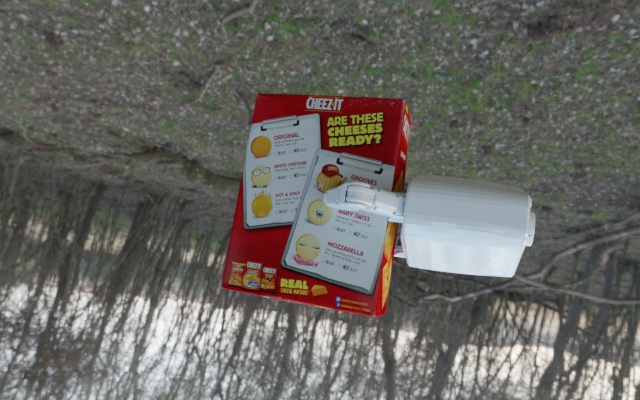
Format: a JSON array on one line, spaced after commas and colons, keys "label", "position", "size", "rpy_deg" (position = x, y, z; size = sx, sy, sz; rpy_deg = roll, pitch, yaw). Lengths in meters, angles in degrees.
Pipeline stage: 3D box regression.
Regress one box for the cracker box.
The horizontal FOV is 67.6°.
[{"label": "cracker box", "position": [0.000, 0.002, 0.505], "size": [0.164, 0.213, 0.072], "rpy_deg": [6, -9, 17]}]
